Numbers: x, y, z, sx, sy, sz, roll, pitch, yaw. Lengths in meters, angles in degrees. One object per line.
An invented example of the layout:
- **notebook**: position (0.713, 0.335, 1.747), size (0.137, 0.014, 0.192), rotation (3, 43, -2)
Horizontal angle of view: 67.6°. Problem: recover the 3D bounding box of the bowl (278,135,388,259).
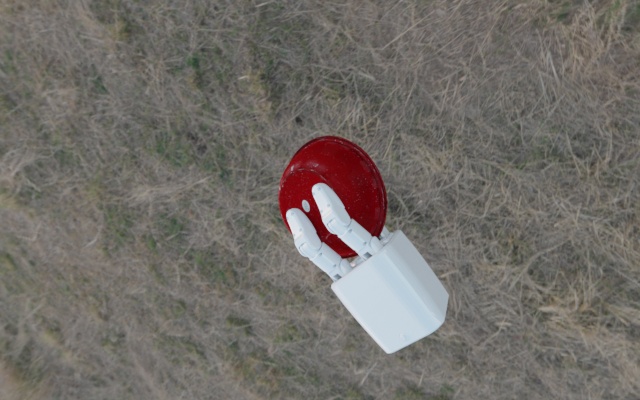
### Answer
- **bowl**: position (-0.001, 0.001, 0.597), size (0.162, 0.162, 0.055), rotation (0, 11, 38)
